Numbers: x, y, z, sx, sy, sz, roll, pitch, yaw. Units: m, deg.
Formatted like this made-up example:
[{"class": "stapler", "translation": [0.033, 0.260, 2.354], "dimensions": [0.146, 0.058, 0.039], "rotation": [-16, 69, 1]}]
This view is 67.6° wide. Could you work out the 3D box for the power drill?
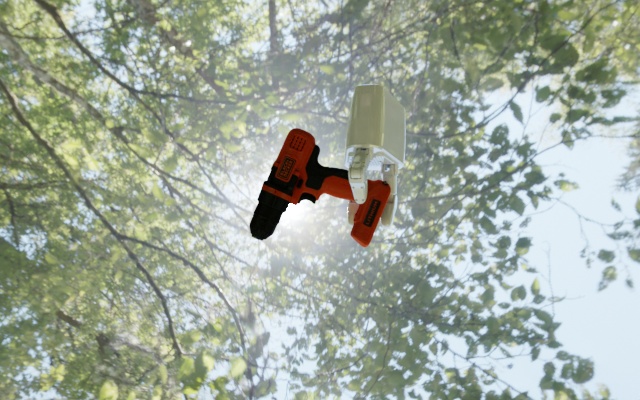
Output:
[{"class": "power drill", "translation": [0.001, 0.002, 0.738], "dimensions": [0.187, 0.184, 0.057], "rotation": [23, 0, 0]}]
